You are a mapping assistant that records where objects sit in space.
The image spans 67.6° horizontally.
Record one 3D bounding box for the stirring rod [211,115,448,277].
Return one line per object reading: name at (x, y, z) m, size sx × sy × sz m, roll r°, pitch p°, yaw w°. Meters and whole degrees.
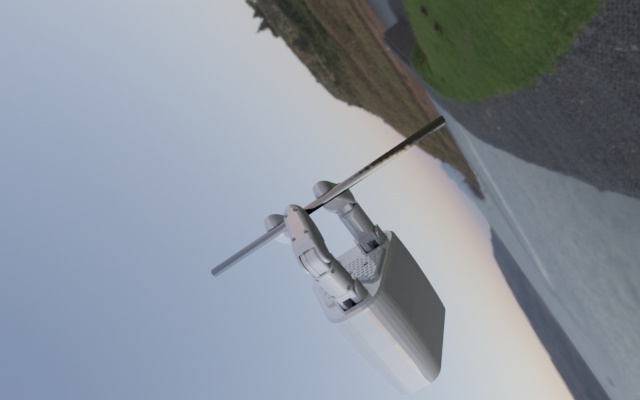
stirring rod at (0.000, 0.001, 0.403) m, size 0.239 × 0.011 × 0.011 m, roll -34°, pitch -10°, yaw 15°
